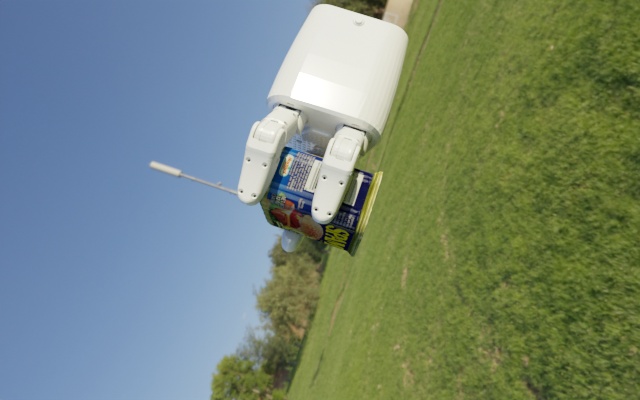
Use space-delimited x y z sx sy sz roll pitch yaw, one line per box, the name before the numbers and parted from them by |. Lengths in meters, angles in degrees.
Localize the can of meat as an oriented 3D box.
can of meat | 0.000 0.001 0.401 0.084 0.057 0.102 19 -16 5
